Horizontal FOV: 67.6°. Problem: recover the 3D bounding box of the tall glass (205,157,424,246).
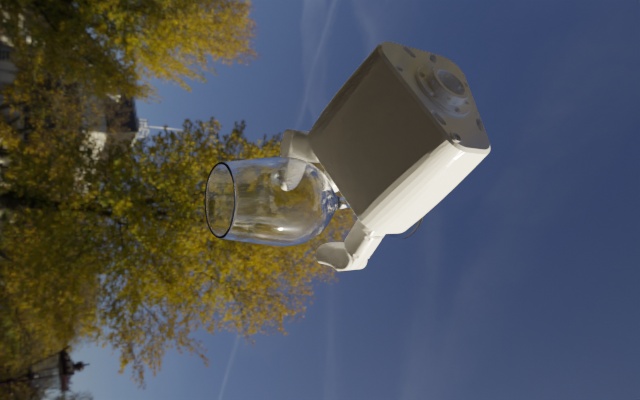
[{"bbox_3d":[0.001,0.002,0.439,0.201,0.079,0.079,1,-1,-35],"label":"tall glass"}]
